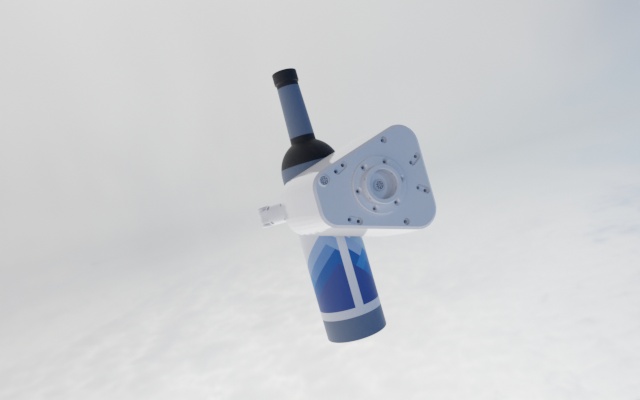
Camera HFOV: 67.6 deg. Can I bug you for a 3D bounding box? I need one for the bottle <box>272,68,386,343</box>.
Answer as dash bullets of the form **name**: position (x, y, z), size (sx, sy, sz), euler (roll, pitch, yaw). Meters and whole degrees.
- **bottle**: position (0.000, 0.002, 0.522), size (0.069, 0.295, 0.069), euler (-16, 0, 0)
